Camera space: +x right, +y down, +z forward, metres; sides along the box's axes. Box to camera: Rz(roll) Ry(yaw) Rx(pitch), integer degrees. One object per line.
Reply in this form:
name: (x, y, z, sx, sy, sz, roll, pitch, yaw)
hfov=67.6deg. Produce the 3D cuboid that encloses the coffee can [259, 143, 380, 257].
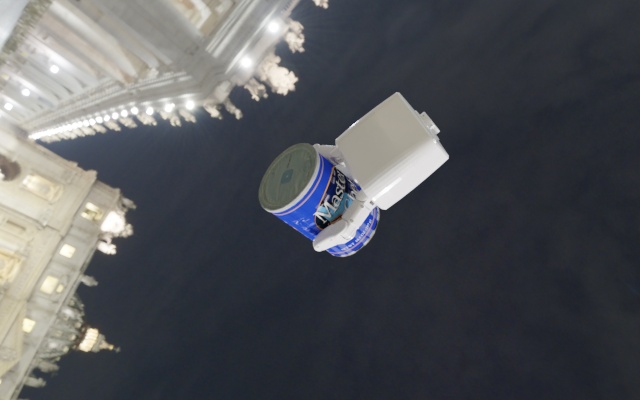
coffee can: (0.000, 0.002, 0.658, 0.103, 0.102, 0.140, 0, -29, 47)
